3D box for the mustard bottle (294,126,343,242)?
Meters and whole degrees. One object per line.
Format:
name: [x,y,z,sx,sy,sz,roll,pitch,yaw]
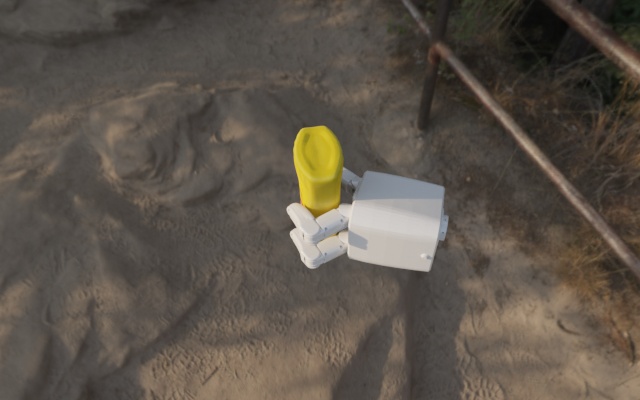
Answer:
mustard bottle: [0.000,0.002,0.631,0.058,0.096,0.192,-8,-40,-5]
